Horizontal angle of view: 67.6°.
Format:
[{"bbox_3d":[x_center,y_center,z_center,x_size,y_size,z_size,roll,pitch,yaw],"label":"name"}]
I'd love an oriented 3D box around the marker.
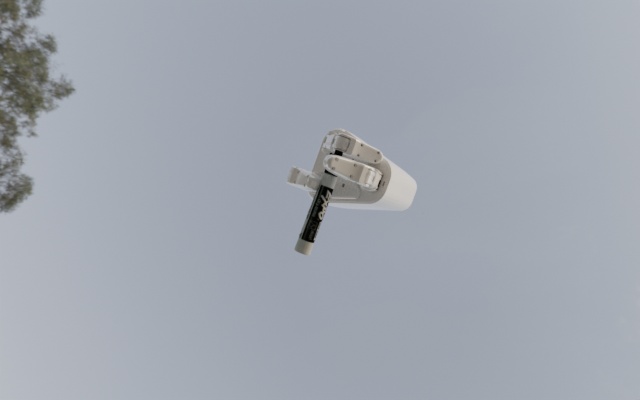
[{"bbox_3d":[0.000,0.002,0.530,0.020,0.121,0.020,20,3,-1],"label":"marker"}]
